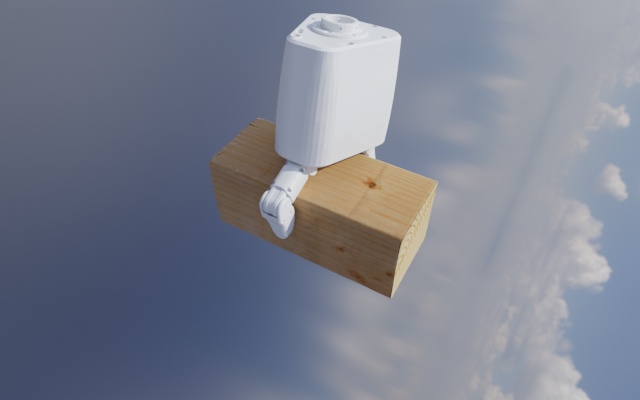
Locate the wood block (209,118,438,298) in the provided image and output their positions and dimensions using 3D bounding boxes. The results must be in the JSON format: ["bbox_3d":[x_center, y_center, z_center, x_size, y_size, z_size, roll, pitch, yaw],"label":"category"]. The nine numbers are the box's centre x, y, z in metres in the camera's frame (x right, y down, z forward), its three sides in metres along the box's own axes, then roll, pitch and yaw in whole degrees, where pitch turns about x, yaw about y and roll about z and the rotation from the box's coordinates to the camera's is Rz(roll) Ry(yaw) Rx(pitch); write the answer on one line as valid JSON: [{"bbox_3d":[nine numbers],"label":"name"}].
[{"bbox_3d":[0.000,0.002,0.490,0.206,0.090,0.090,22,49,20],"label":"wood block"}]
